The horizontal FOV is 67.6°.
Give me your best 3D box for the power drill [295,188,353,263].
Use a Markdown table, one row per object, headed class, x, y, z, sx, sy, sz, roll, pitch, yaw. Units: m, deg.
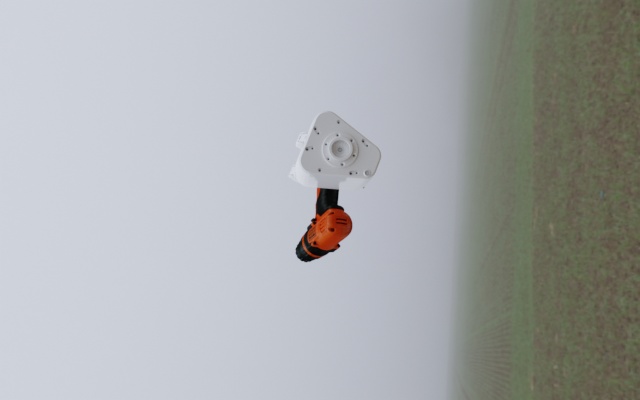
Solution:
| class | x | y | z | sx | sy | sz | roll | pitch | yaw |
| --- | --- | --- | --- | --- | --- | --- | --- | --- | --- |
| power drill | 0.000 | 0.002 | 0.817 | 0.057 | 0.187 | 0.184 | 7 | -23 | -21 |
